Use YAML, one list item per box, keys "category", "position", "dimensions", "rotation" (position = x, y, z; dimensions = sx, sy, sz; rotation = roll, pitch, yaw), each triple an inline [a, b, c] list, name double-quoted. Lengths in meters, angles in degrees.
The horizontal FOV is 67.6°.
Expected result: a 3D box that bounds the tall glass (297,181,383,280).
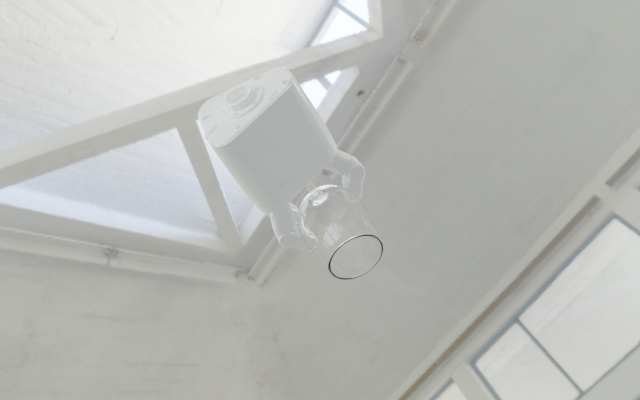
- category: "tall glass"
  position: [0.000, 0.001, 0.562]
  dimensions: [0.079, 0.079, 0.201]
  rotation: [0, 35, -28]
